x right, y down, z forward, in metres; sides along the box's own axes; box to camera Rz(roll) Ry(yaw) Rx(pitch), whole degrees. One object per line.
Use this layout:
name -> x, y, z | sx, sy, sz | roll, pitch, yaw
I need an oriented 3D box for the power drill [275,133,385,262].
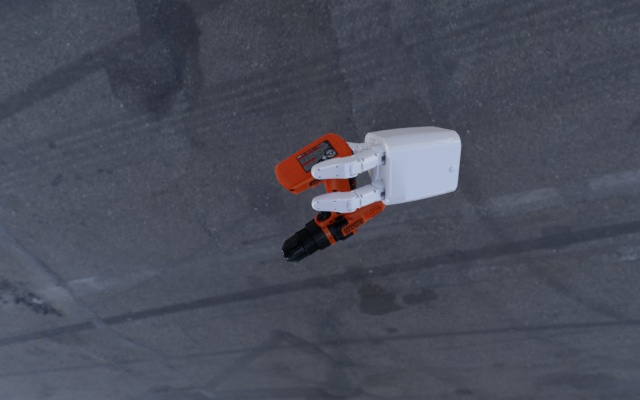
power drill -> 0.000, 0.002, 0.706 | 0.184, 0.057, 0.188 | -33, -36, -5
